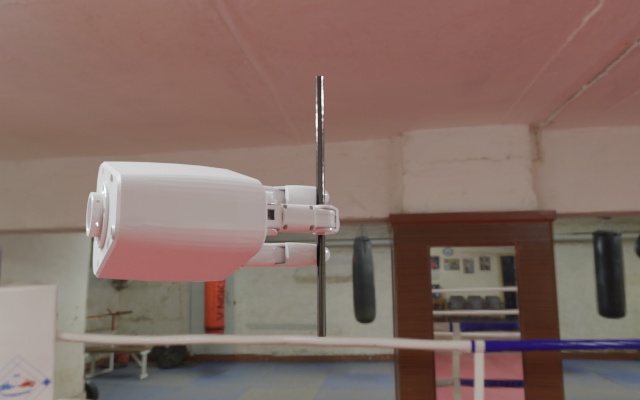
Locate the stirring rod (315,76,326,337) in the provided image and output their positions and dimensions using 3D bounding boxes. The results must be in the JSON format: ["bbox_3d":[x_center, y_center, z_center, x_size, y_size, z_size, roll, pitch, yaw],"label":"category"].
[{"bbox_3d":[0.000,0.002,0.440,0.011,0.239,0.011,0,-8,0],"label":"stirring rod"}]
